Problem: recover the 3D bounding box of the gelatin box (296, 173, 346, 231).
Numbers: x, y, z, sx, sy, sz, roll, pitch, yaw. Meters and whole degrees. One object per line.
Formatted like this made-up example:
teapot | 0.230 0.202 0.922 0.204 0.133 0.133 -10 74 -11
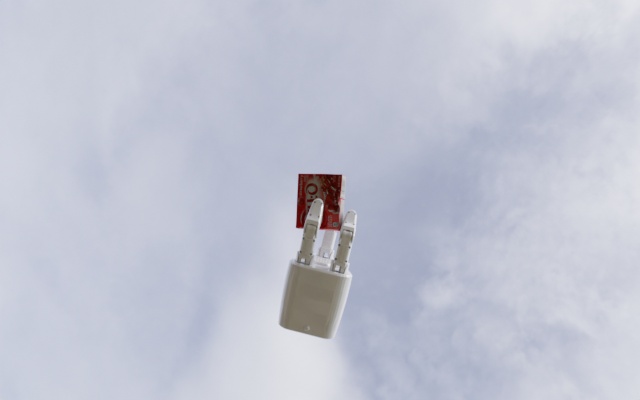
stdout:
gelatin box | 0.000 0.002 0.758 0.073 0.089 0.030 2 -5 16
